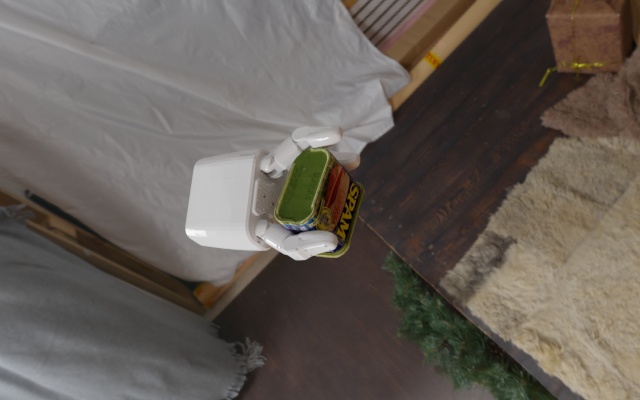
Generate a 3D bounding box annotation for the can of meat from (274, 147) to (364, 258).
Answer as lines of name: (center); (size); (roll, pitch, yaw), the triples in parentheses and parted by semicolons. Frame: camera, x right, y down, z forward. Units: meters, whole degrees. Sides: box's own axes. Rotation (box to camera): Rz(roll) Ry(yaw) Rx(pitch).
can of meat: (0.000, 0.002, 0.547); (0.057, 0.102, 0.084); (1, -28, 34)
